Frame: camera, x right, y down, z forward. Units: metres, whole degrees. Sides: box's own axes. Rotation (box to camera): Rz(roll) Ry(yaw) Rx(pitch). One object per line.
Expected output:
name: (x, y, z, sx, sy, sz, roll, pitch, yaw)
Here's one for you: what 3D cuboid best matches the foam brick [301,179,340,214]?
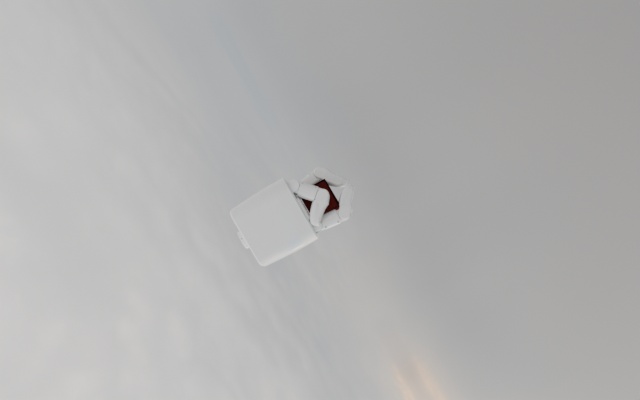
foam brick: (0.000, 0.003, 0.821, 0.051, 0.053, 0.078, -30, -10, 0)
